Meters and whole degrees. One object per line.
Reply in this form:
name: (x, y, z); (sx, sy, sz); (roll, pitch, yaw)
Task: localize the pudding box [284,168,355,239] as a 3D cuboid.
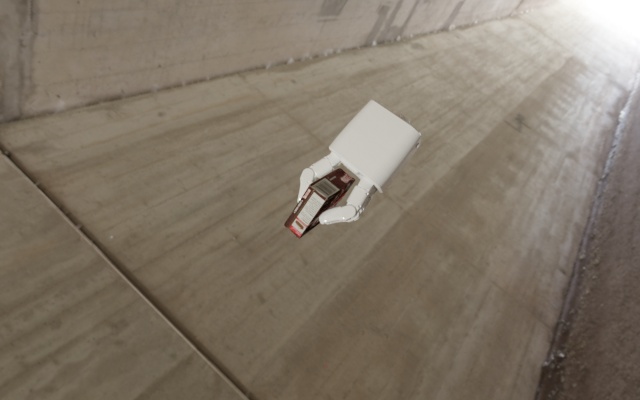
pudding box: (0.000, 0.002, 0.767); (0.039, 0.090, 0.113); (41, 31, 12)
